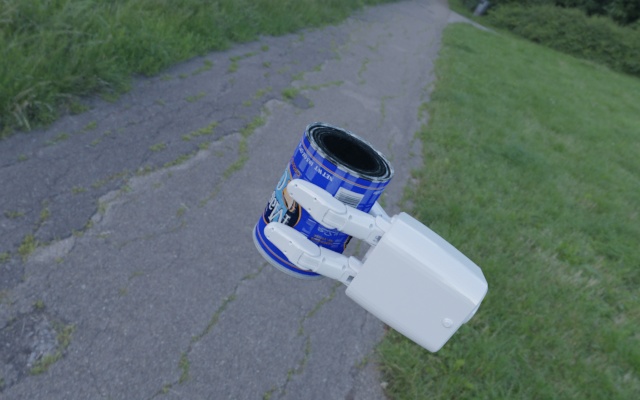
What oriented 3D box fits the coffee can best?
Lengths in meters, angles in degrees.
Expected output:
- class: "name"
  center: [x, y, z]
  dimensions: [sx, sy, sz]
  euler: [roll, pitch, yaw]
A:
- class: "coffee can"
  center: [0.000, 0.002, 0.520]
  dimensions: [0.103, 0.140, 0.102]
  euler: [23, 28, -13]
